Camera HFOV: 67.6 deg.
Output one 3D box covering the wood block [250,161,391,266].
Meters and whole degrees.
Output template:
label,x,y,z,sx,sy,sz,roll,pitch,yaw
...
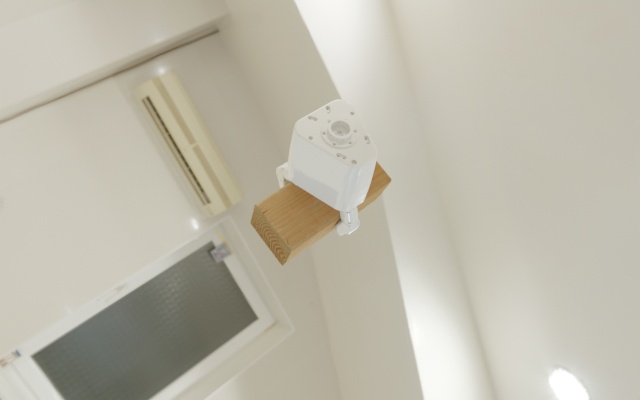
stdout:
label,x,y,z,sx,sy,sz,roll,pitch,yaw
wood block,0.000,0.003,0.766,0.206,0.091,0.090,-34,-11,-23
